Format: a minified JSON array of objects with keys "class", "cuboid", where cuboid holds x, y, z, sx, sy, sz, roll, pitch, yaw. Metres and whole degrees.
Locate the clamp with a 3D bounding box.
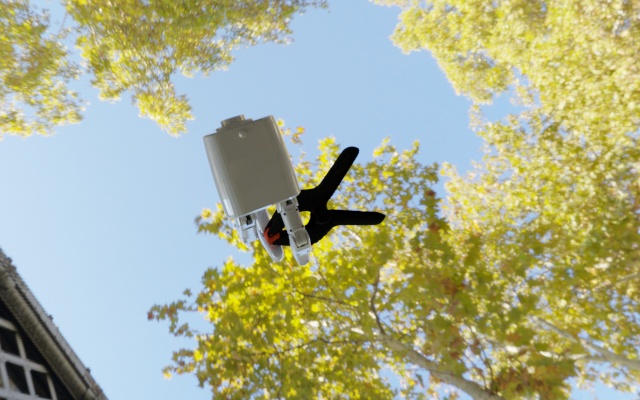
[{"class":"clamp","cuboid":[0.000,0.002,0.646,0.171,0.120,0.039,-20,14,-15]}]
